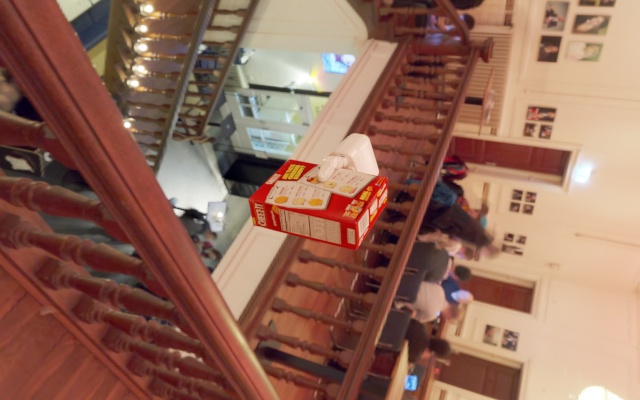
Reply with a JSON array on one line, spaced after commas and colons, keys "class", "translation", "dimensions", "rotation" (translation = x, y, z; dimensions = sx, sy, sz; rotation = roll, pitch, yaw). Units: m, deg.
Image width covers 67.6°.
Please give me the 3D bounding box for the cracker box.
[{"class": "cracker box", "translation": [0.000, 0.003, 0.898], "dimensions": [0.213, 0.072, 0.164], "rotation": [11, 36, 22]}]
